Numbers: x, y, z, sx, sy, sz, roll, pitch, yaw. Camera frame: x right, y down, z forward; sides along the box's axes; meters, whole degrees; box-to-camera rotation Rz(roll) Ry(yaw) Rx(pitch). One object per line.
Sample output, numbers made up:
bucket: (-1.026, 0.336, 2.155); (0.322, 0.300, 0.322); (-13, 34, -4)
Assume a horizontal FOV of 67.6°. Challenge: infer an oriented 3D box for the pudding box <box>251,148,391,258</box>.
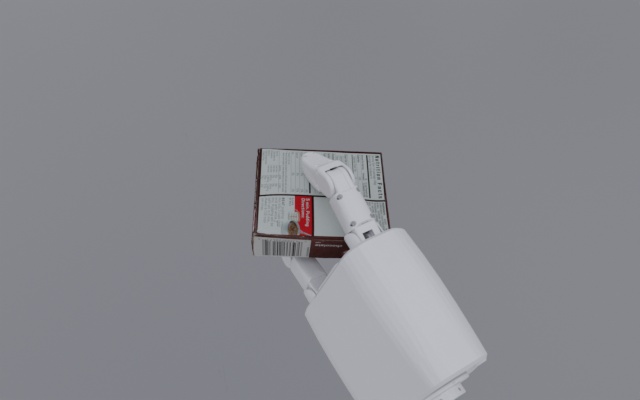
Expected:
pudding box: (0.000, 0.001, 0.407); (0.113, 0.090, 0.039); (3, -33, -7)
